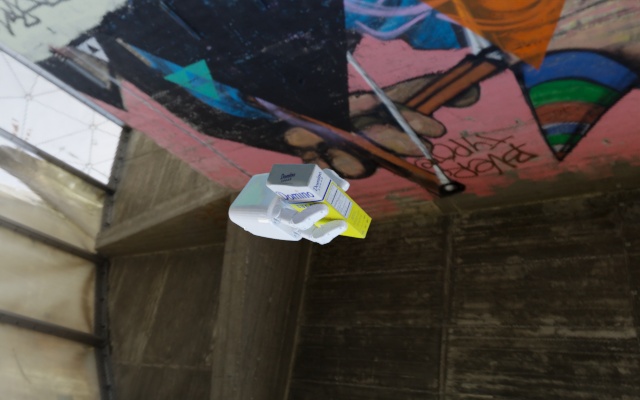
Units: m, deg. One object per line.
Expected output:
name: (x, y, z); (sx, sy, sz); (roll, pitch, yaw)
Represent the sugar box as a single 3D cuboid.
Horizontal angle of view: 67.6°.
sugar box: (0.000, 0.003, 0.781); (0.093, 0.048, 0.176); (4, -24, 40)
